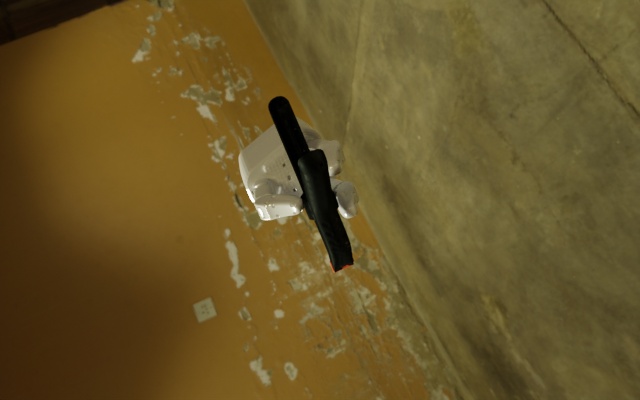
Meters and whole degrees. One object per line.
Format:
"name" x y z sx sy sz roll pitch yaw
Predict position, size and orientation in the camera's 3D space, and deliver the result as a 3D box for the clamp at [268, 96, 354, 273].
"clamp" -0.001 0.002 0.513 0.036 0.210 0.164 -22 27 -3
